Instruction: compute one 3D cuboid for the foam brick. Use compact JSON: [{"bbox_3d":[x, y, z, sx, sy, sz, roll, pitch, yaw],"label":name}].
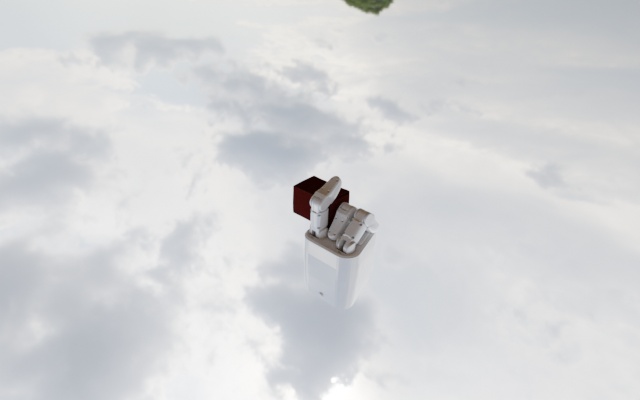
[{"bbox_3d":[0.000,0.002,0.761,0.078,0.051,0.053,26,37,35],"label":"foam brick"}]
